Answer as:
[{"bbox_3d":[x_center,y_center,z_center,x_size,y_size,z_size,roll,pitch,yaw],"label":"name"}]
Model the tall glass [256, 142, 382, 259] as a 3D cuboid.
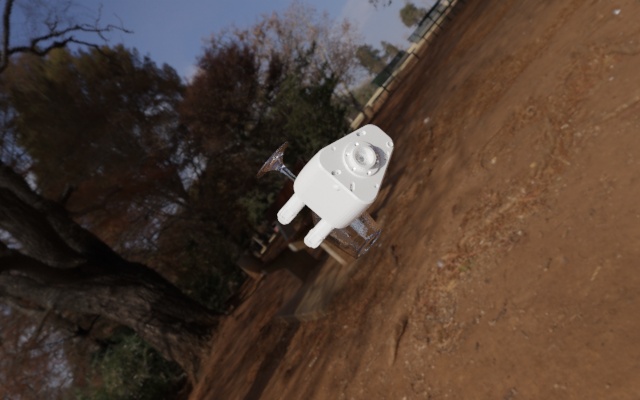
[{"bbox_3d":[0.000,0.002,0.739,0.201,0.079,0.079,41,-1,-1],"label":"tall glass"}]
